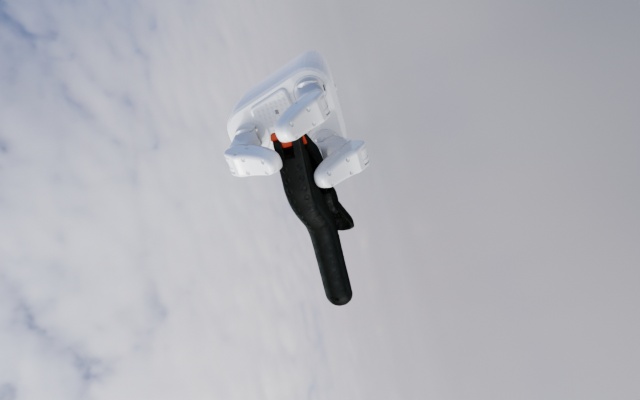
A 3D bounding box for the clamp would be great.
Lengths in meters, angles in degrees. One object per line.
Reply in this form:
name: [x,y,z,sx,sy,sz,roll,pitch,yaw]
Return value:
clamp: [-0.001,0.002,0.457,0.039,0.171,0.120,-14,27,9]
